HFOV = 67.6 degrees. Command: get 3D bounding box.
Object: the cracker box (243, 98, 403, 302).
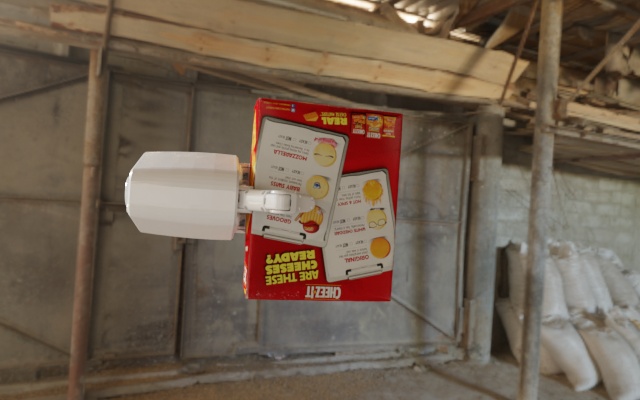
[{"bbox_3d":[0.000,0.002,0.546,0.164,0.213,0.072,4,1,-12],"label":"cracker box"}]
